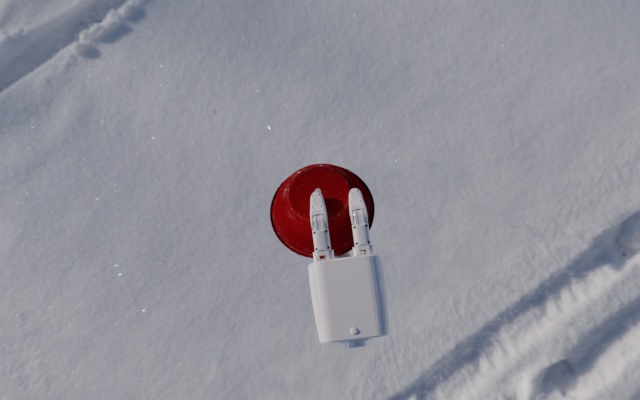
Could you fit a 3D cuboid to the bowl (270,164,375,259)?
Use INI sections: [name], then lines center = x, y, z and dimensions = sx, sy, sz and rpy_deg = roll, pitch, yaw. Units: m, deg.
[bowl]
center = 0.000, 0.001, 0.711
dimensions = 0.162, 0.162, 0.055
rpy_deg = 0, -28, 6
